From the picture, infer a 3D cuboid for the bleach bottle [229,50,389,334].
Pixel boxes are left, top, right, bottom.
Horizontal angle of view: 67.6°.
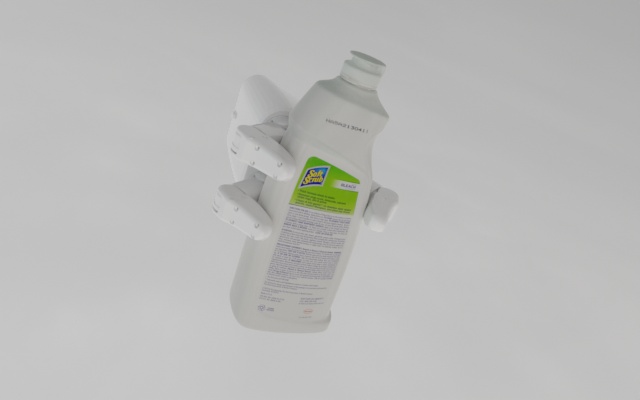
[{"bbox_3d":[0.000,0.001,0.408,0.102,0.251,0.068,9,28,-26],"label":"bleach bottle"}]
